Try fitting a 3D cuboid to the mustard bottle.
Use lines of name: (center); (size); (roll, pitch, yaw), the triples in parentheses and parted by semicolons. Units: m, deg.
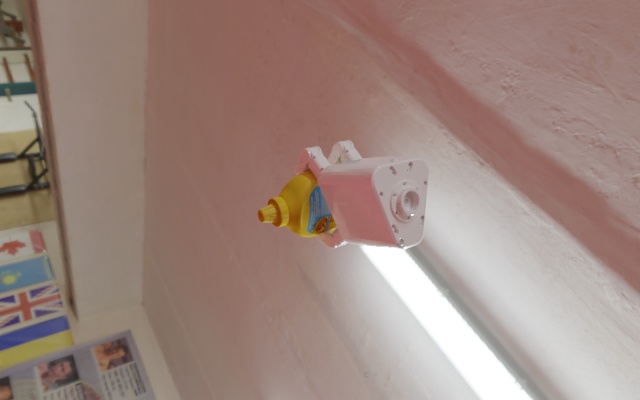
mustard bottle: (0.000, 0.002, 0.681); (0.191, 0.096, 0.058); (-14, 33, -32)
